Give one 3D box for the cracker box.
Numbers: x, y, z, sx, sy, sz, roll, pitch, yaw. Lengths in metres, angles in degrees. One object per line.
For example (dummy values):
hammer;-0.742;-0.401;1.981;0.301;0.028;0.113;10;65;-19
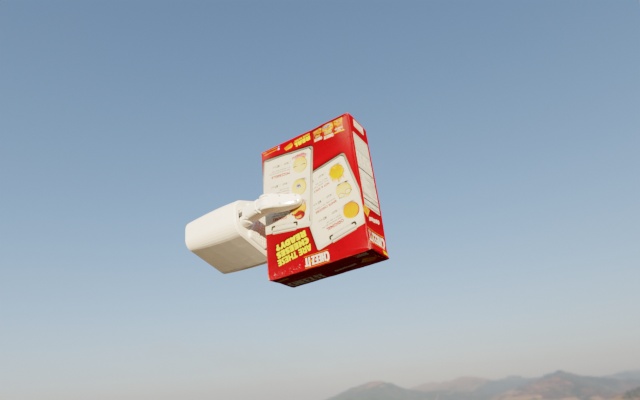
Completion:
cracker box;0.000;0.002;0.700;0.164;0.213;0.072;-21;-29;27
